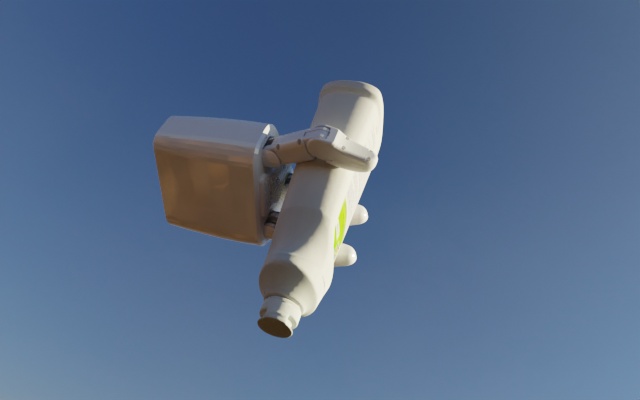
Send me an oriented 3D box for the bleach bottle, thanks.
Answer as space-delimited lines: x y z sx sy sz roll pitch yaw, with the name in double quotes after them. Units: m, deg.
0.000 0.001 0.433 0.068 0.250 0.103 9 -42 14 "bleach bottle"
